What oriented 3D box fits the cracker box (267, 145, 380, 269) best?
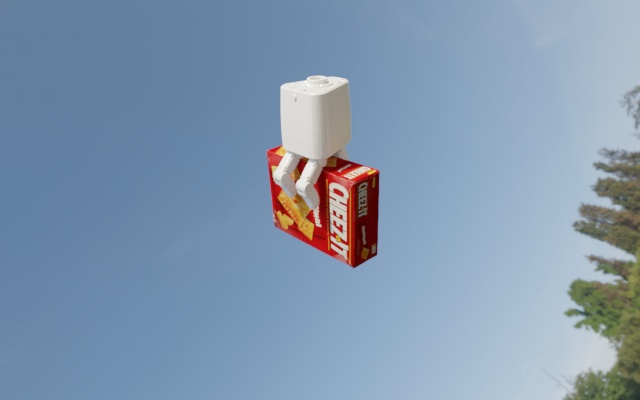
[{"bbox_3d":[0.000,0.003,0.846,0.072,0.164,0.213,-26,35,-37],"label":"cracker box"}]
